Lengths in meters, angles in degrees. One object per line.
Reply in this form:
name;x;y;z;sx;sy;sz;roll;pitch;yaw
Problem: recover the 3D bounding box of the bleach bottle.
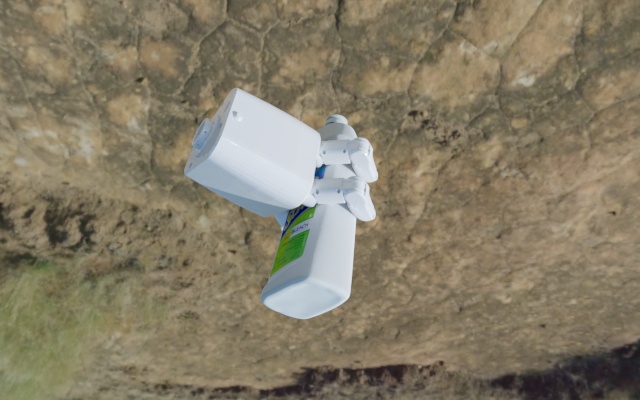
bleach bottle;0.000;0.002;0.556;0.068;0.250;0.102;28;-40;-24
